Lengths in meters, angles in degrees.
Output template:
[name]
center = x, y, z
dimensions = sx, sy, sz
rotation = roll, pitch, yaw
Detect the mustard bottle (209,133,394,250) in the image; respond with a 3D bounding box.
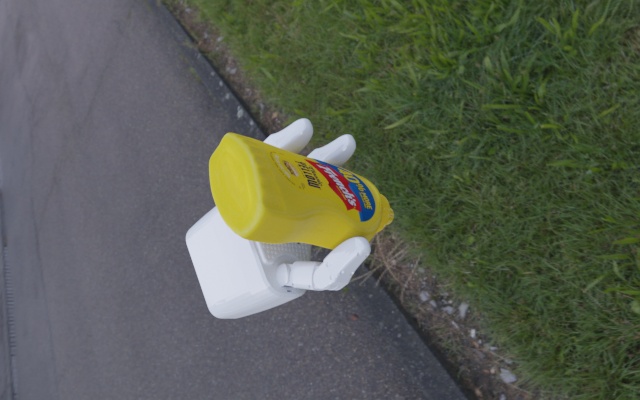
[mustard bottle]
center = 0.000, 0.001, 0.428
dimensions = 0.192, 0.058, 0.096
rotation = 13, 34, -43
